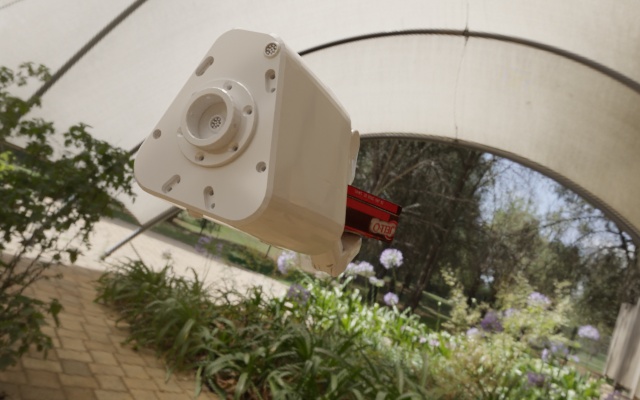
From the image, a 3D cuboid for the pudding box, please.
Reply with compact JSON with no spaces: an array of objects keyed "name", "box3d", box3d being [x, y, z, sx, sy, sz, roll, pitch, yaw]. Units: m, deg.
[{"name":"pudding box","box3d":[0.000,0.001,0.417,0.090,0.039,0.113,22,-3,-38]}]
